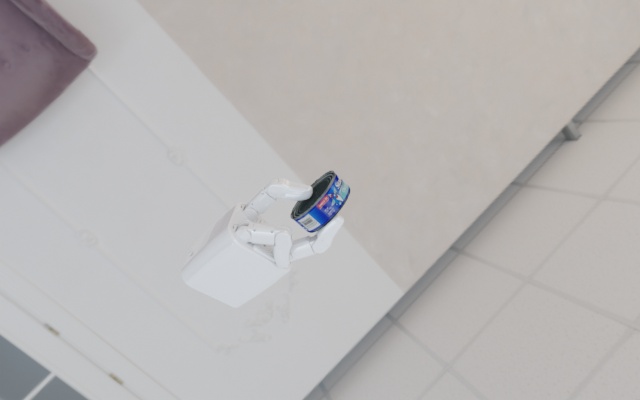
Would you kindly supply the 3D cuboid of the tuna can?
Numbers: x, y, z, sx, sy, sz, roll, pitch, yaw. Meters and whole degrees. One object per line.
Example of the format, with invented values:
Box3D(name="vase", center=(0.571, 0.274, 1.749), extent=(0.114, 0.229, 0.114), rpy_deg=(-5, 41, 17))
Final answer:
Box3D(name="tuna can", center=(0.001, 0.002, 0.646), extent=(0.034, 0.086, 0.086), rpy_deg=(42, -13, -15))
